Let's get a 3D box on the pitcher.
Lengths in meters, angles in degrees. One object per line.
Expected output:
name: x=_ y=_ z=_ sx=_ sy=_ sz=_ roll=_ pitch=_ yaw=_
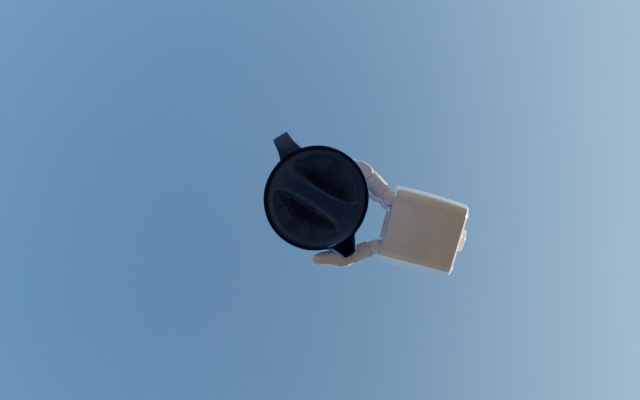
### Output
pitcher: x=0.000 y=0.002 z=0.708 sx=0.145 sy=0.149 sz=0.243 roll=12 pitch=-6 yaw=7
